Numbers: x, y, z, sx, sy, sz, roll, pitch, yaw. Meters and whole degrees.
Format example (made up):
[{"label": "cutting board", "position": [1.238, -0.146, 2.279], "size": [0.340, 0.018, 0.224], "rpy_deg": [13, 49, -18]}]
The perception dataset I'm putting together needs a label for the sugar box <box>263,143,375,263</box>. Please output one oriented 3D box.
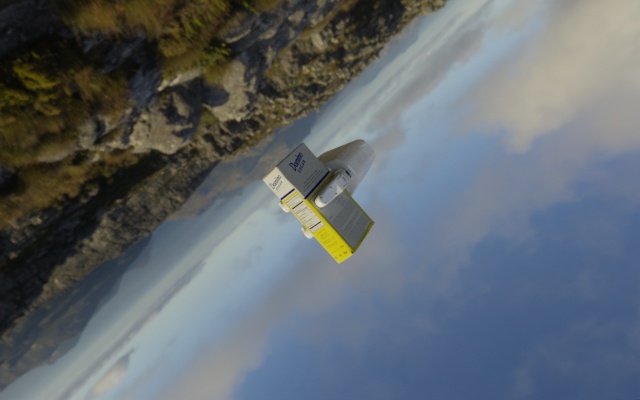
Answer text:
[{"label": "sugar box", "position": [0.000, 0.003, 0.745], "size": [0.048, 0.176, 0.093], "rpy_deg": [-39, 6, 39]}]
